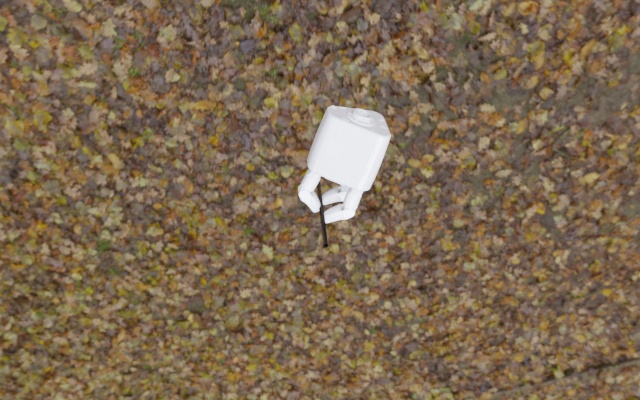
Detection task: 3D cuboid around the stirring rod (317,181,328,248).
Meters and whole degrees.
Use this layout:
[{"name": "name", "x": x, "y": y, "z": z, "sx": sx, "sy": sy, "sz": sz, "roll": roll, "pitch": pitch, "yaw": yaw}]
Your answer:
[{"name": "stirring rod", "x": 0.000, "y": 0.003, "z": 0.869, "sx": 0.011, "sy": 0.011, "sz": 0.239, "roll": 0, "pitch": 36, "yaw": -5}]
